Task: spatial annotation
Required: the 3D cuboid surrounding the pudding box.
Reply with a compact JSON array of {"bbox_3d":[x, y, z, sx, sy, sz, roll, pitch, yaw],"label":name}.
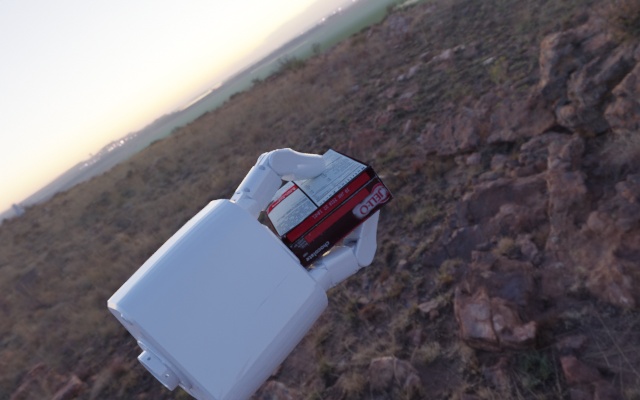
[{"bbox_3d":[0.000,0.001,0.408,0.090,0.039,0.113,-38,21,-3],"label":"pudding box"}]
